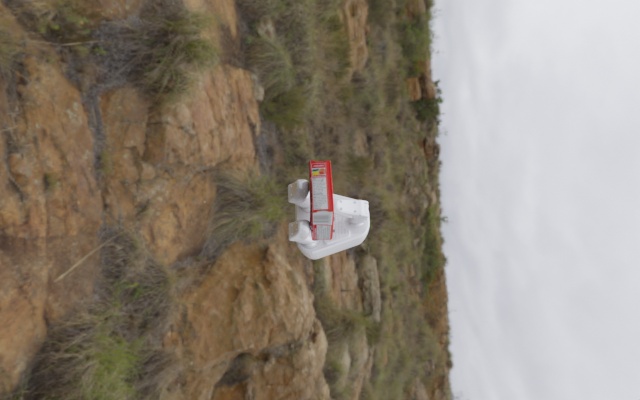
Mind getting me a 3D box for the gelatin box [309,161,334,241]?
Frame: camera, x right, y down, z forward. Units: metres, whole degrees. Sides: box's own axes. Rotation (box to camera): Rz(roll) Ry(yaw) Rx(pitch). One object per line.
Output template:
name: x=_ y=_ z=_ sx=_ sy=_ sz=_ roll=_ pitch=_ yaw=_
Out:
gelatin box: x=0.001 y=0.002 z=0.617 sx=0.030 sy=0.073 sz=0.089 roll=-2 pitch=-27 yaw=-2
